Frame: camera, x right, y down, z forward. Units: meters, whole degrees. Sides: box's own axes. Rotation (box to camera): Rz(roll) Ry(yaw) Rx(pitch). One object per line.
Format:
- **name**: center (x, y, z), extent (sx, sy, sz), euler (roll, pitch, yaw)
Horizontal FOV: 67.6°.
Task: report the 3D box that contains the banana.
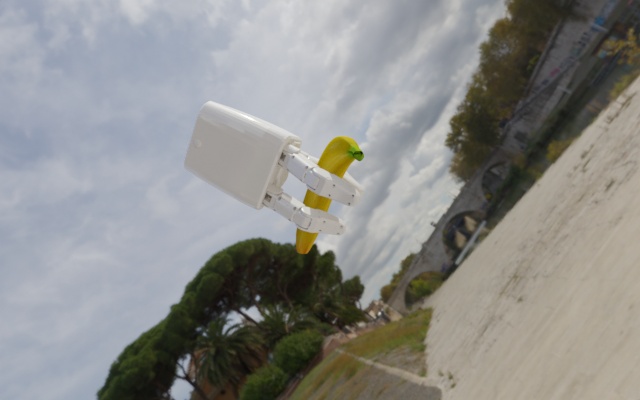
- **banana**: center (0.004, -0.013, 0.583), extent (0.037, 0.069, 0.198), euler (19, -44, -7)
